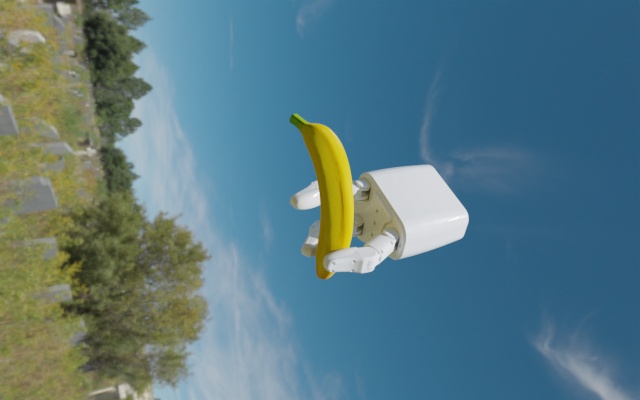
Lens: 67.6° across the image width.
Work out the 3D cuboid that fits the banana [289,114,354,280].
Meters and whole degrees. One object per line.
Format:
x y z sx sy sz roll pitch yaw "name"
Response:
0.009 0.001 0.532 0.037 0.198 0.069 -15 14 -29 "banana"
